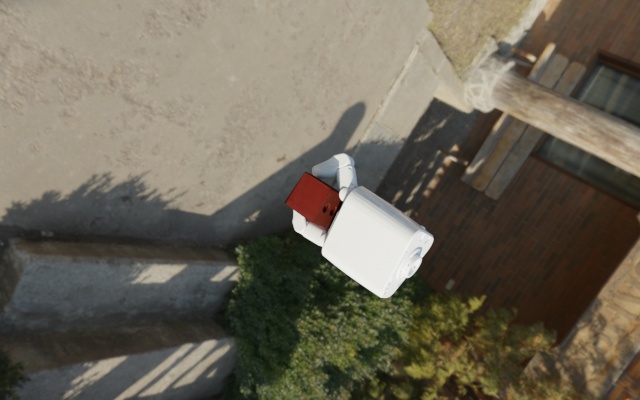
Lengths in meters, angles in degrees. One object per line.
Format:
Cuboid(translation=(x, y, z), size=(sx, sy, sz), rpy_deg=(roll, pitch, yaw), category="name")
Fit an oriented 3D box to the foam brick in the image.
Cuboid(translation=(0.000, 0.002, 0.660), size=(0.051, 0.053, 0.078), rpy_deg=(35, 6, 29), category="foam brick")
